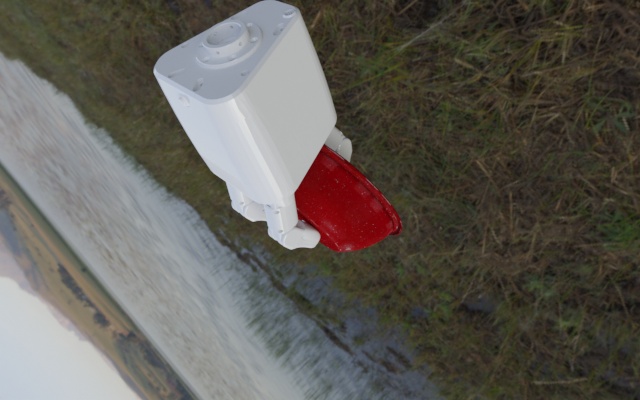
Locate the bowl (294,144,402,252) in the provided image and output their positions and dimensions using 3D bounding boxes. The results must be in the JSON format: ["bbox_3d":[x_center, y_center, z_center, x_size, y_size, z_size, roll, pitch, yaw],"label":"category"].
[{"bbox_3d":[0.000,0.003,0.476,0.162,0.055,0.162,37,-11,9],"label":"bowl"}]
